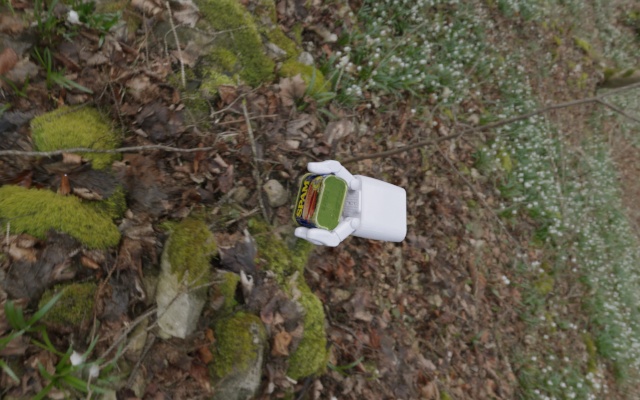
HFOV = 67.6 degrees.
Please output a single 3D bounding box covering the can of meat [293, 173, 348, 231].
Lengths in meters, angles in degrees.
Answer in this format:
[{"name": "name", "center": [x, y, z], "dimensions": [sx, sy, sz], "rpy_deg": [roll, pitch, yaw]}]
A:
[{"name": "can of meat", "center": [0.000, 0.003, 0.859], "dimensions": [0.057, 0.102, 0.084], "rpy_deg": [16, -5, -28]}]
